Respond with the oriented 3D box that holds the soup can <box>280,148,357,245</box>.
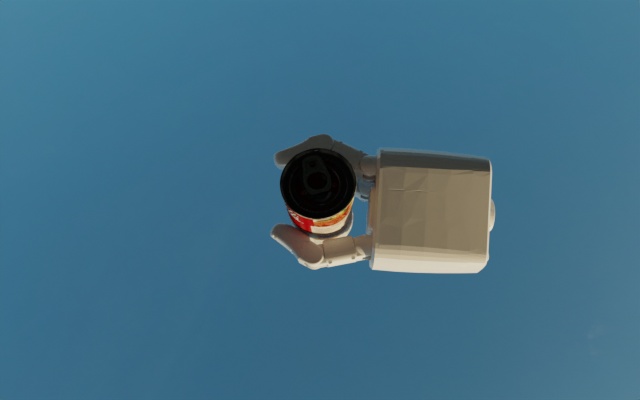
[{"bbox_3d":[0.000,0.002,0.466,0.068,0.068,0.102,0,-20,3],"label":"soup can"}]
